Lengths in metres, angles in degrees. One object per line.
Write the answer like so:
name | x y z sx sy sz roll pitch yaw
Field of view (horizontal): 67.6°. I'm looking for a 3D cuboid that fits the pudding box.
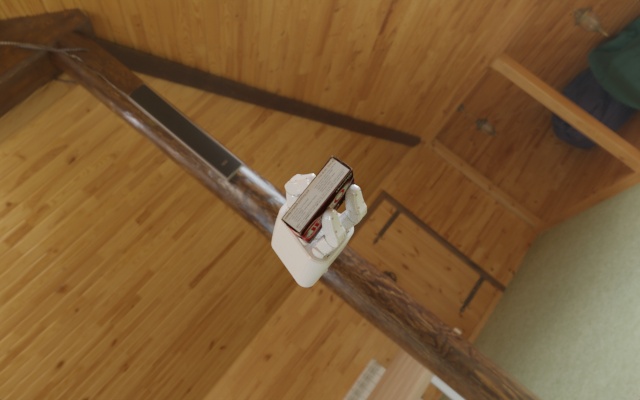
pudding box | 0.000 0.002 0.658 0.039 0.113 0.090 35 -6 12
